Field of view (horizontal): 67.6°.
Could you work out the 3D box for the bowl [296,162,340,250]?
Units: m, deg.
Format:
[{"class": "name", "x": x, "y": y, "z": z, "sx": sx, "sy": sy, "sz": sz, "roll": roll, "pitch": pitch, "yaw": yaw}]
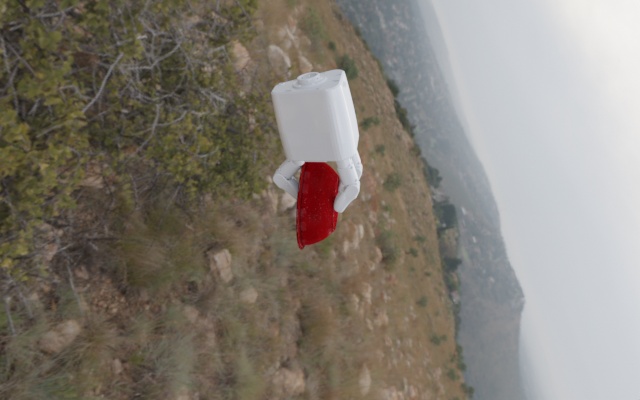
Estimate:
[{"class": "bowl", "x": 0.001, "y": 0.004, "z": 0.786, "sx": 0.055, "sy": 0.162, "sz": 0.162, "roll": 5, "pitch": 0, "yaw": 6}]
